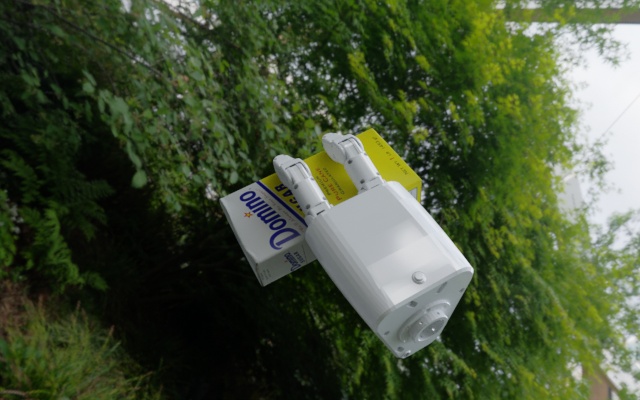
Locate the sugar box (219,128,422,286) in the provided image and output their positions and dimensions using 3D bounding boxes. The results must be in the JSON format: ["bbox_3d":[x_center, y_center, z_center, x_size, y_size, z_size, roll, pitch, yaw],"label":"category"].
[{"bbox_3d":[0.000,0.001,0.469,0.176,0.048,0.093,-25,51,-15],"label":"sugar box"}]
